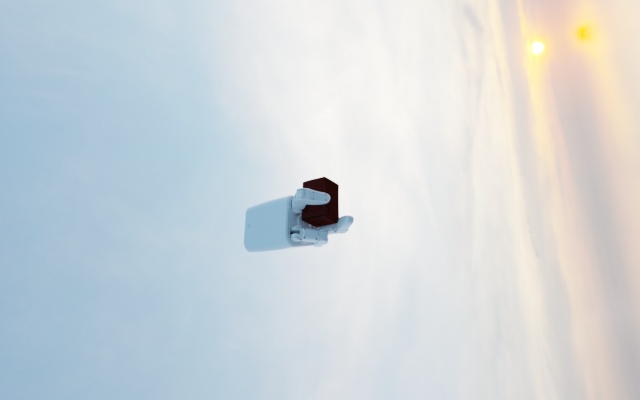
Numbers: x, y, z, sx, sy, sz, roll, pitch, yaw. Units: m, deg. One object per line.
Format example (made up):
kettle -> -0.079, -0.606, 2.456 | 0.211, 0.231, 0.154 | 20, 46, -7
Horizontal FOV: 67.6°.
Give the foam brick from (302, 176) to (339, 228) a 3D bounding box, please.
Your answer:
foam brick -> 0.000, 0.003, 0.887 | 0.051, 0.078, 0.053 | -13, -25, 31
